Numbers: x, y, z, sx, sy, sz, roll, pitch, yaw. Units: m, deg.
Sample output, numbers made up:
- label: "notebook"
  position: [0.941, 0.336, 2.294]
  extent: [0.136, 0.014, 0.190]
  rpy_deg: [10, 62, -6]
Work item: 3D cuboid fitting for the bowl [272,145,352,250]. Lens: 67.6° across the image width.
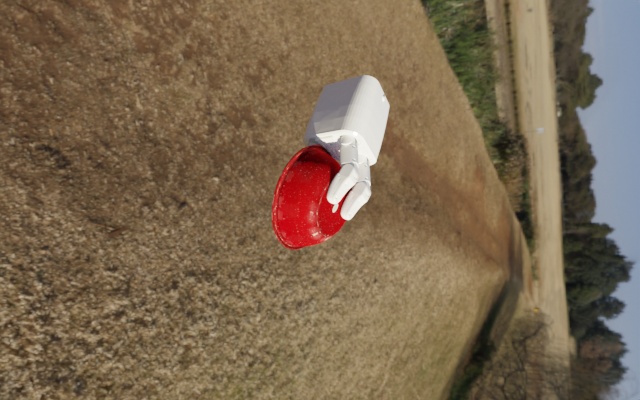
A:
- label: "bowl"
  position: [0.000, 0.004, 0.704]
  extent: [0.055, 0.162, 0.162]
  rpy_deg: [17, 9, 32]
